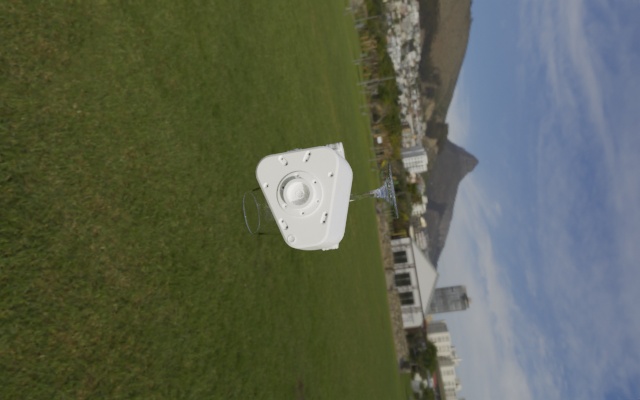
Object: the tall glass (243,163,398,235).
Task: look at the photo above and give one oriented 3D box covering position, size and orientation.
[{"bbox_3d":[0.001,0.002,0.648,0.201,0.079,0.079,-9,-1,9],"label":"tall glass"}]
